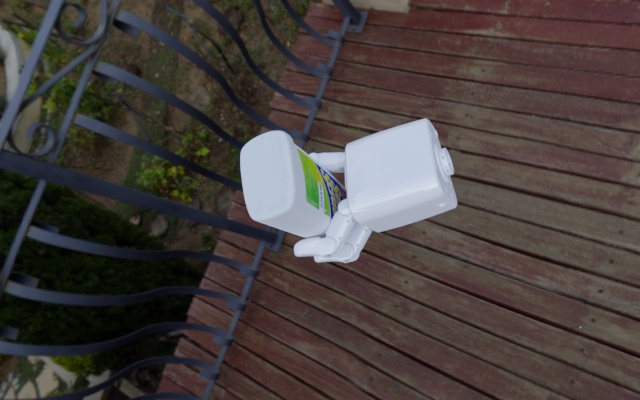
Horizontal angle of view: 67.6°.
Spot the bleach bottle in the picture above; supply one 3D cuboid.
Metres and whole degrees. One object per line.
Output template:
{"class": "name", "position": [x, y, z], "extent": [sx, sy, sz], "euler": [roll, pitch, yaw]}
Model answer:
{"class": "bleach bottle", "position": [0.000, 0.002, 0.613], "extent": [0.068, 0.102, 0.251], "euler": [-18, -21, 24]}
